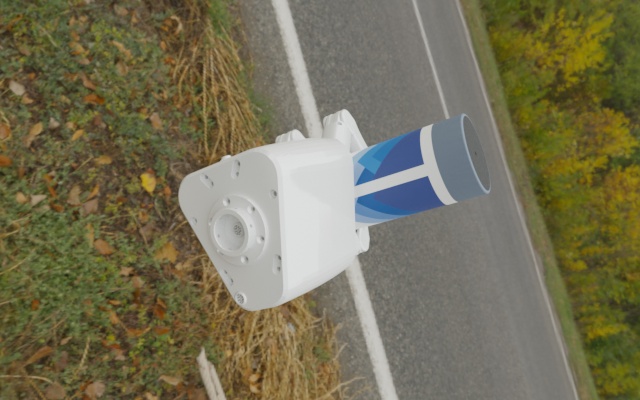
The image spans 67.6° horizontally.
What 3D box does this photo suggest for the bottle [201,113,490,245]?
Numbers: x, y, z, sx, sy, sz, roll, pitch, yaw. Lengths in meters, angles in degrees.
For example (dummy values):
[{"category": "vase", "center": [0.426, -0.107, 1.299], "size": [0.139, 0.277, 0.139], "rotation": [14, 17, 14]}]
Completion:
[{"category": "bottle", "center": [0.000, 0.001, 0.446], "size": [0.296, 0.069, 0.069], "rotation": [-17, -9, 29]}]
